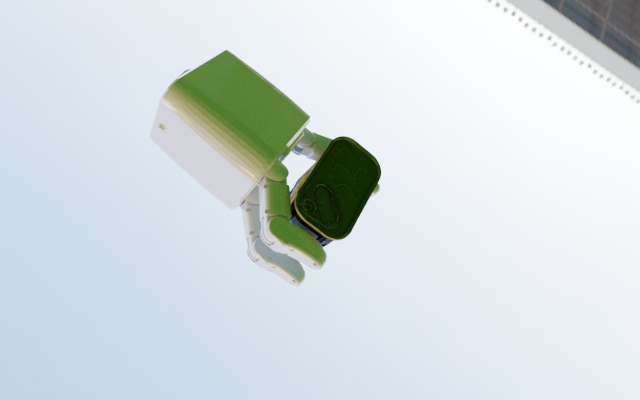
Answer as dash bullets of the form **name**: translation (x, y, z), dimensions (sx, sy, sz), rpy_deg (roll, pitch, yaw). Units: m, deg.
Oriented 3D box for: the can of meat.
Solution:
- **can of meat**: translation (0.000, 0.002, 0.451), dimensions (0.057, 0.102, 0.084), rpy_deg (38, -34, -9)
